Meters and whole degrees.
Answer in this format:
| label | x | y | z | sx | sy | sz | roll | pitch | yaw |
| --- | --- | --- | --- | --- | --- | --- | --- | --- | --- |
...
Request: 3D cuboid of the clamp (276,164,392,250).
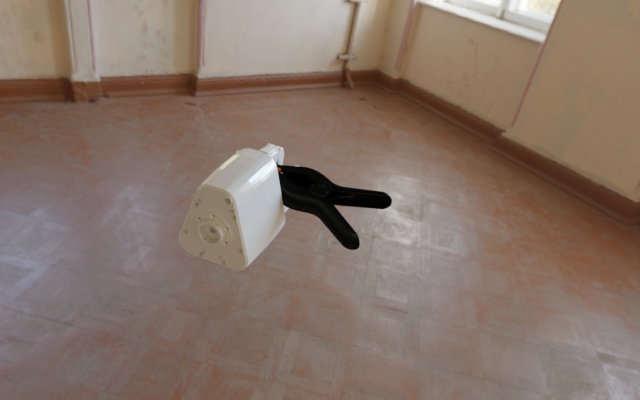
| label | x | y | z | sx | sy | sz | roll | pitch | yaw |
| --- | --- | --- | --- | --- | --- | --- | --- | --- | --- |
| clamp | 0.000 | 0.001 | 0.623 | 0.171 | 0.039 | 0.120 | 18 | 32 | 11 |
